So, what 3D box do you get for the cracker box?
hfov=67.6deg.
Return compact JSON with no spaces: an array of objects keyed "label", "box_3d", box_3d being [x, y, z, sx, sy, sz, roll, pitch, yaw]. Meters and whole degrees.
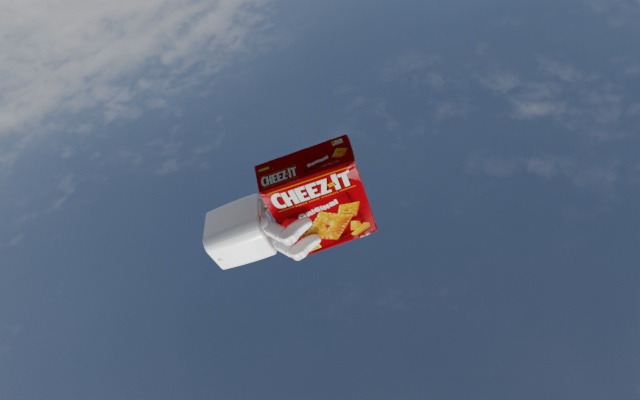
[{"label":"cracker box","box_3d":[0.000,0.003,0.843,0.164,0.072,0.214,-19,-38,4]}]
